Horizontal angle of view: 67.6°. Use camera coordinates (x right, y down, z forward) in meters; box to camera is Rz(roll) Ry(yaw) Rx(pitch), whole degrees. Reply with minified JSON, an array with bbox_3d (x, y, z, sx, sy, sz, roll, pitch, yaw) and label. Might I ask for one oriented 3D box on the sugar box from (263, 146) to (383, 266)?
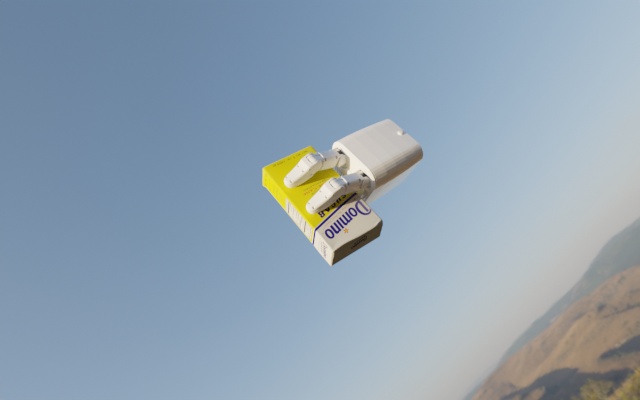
[{"bbox_3d":[0.000,0.002,0.697,0.093,0.048,0.176,-29,58,-25],"label":"sugar box"}]
